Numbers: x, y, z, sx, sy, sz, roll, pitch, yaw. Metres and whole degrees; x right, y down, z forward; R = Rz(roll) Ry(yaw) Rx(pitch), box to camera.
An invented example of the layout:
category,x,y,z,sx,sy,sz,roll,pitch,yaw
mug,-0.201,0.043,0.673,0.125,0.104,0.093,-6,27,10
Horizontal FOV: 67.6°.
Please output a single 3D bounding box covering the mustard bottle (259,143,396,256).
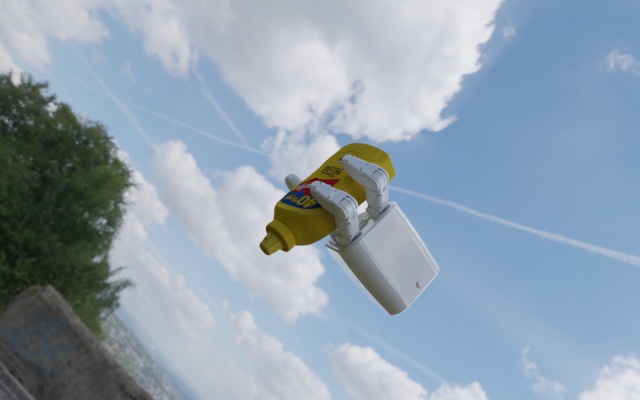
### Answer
category,x,y,z,sx,sy,sz,roll,pitch,yaw
mustard bottle,0.000,0.002,0.593,0.191,0.058,0.096,-41,35,-26
